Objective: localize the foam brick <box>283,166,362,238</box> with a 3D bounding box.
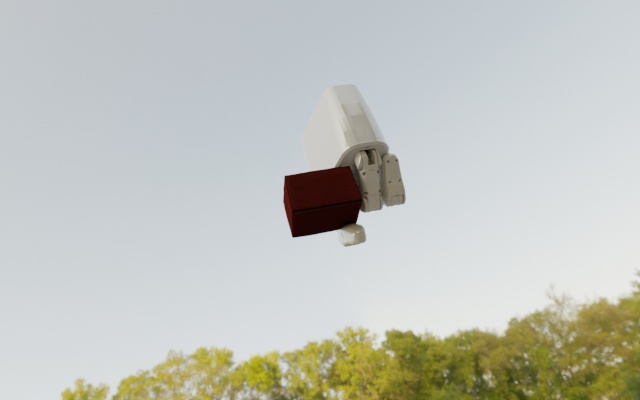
[{"bbox_3d":[0.000,0.002,0.533,0.078,0.051,0.053,-9,-34,-13],"label":"foam brick"}]
